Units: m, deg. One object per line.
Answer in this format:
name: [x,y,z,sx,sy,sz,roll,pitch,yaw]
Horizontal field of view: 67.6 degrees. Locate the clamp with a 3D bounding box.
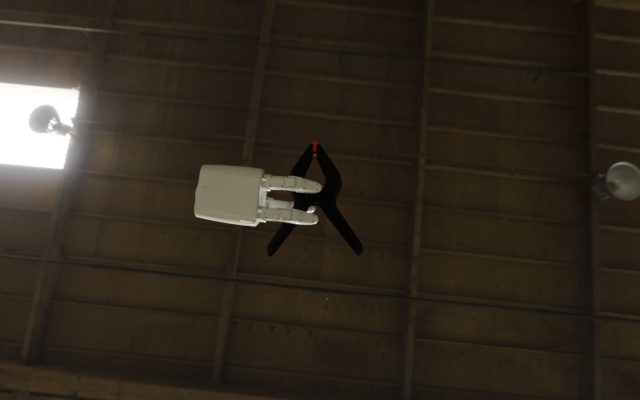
clamp: [0.000,0.002,0.835,0.164,0.210,0.036,7,-11,-2]
